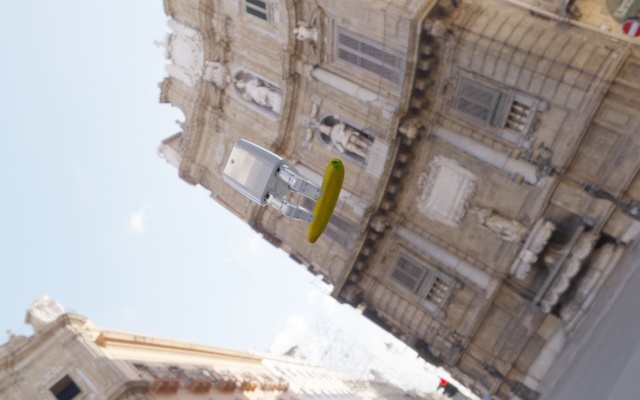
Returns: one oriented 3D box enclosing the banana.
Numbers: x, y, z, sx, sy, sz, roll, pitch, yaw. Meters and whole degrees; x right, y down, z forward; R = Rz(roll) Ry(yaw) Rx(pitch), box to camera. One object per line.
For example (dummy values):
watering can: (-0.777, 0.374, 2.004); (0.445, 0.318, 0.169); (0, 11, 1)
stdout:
banana: (0.010, -0.008, 0.899); (0.037, 0.198, 0.069); (28, 39, 18)
